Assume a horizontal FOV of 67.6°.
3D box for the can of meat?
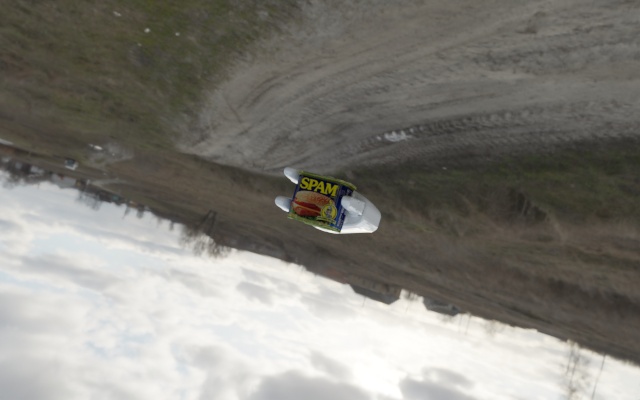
[{"bbox_3d":[0.000,0.003,0.823,0.102,0.084,0.057,15,-6,23],"label":"can of meat"}]
